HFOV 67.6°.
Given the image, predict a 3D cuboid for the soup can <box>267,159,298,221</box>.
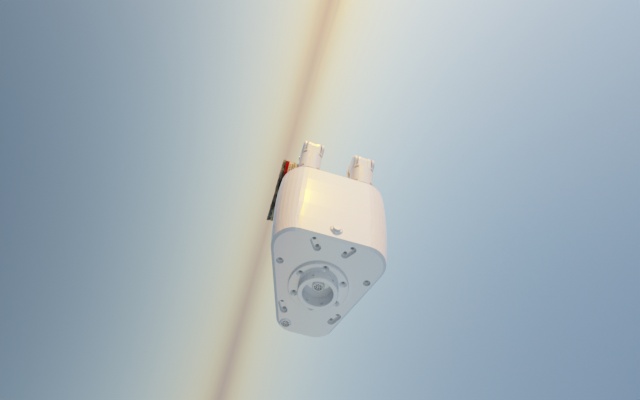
[{"bbox_3d":[0.000,0.002,0.515,0.102,0.068,0.068,16,-2,-5],"label":"soup can"}]
